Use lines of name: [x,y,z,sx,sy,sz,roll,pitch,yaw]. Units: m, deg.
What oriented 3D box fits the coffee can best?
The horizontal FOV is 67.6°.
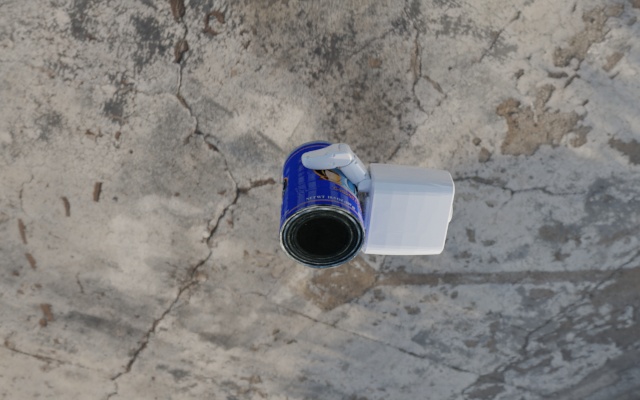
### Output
coffee can: [0.000,0.002,0.617,0.103,0.103,0.140,0,39,-2]
